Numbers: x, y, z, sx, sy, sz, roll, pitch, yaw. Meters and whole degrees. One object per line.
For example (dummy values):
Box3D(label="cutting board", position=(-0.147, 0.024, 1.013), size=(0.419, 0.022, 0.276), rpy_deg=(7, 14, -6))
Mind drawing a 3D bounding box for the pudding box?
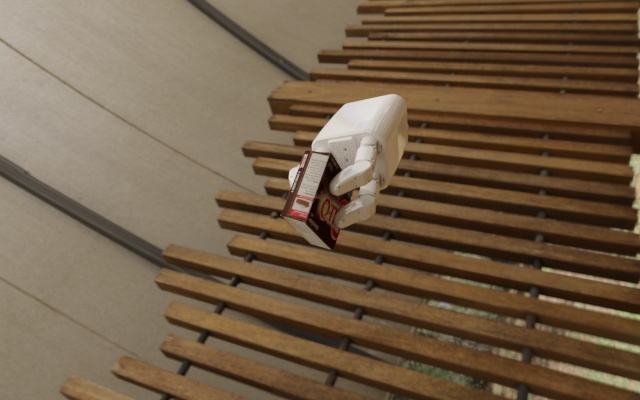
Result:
Box3D(label="pudding box", position=(0.000, 0.002, 0.590), size=(0.039, 0.090, 0.113), rpy_deg=(11, -17, 25))
